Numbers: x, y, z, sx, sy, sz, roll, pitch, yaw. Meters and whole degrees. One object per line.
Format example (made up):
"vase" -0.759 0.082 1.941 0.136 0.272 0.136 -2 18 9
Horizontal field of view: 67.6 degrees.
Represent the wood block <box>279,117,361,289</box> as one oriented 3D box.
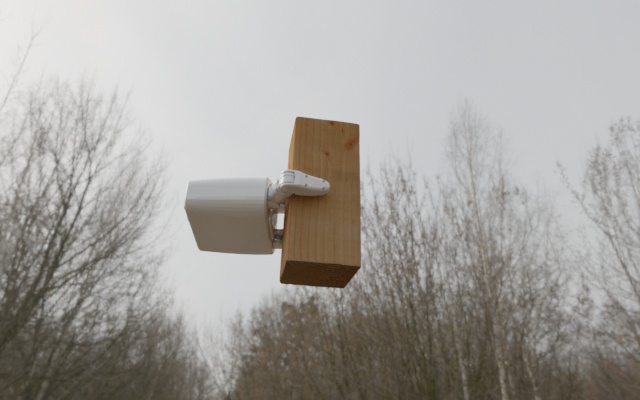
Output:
"wood block" 0.000 0.002 0.635 0.090 0.206 0.091 6 -27 -8
